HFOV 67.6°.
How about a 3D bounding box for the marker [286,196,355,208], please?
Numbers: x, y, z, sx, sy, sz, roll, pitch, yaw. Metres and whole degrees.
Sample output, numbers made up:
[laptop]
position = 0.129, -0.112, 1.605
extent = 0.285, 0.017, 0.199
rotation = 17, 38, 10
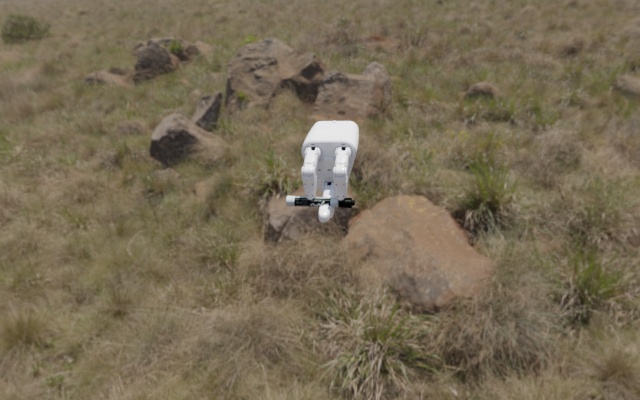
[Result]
[marker]
position = 0.000, 0.003, 0.840
extent = 0.121, 0.020, 0.020
rotation = 2, 0, 9
